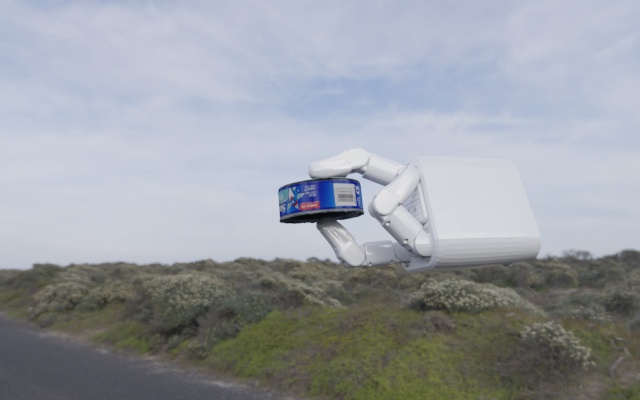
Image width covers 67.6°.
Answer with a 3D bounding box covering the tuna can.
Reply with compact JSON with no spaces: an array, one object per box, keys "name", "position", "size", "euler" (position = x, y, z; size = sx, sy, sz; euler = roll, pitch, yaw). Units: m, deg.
[{"name":"tuna can","position":[0.000,0.001,0.481],"size":[0.086,0.033,0.086],"euler":[-5,-8,-1]}]
